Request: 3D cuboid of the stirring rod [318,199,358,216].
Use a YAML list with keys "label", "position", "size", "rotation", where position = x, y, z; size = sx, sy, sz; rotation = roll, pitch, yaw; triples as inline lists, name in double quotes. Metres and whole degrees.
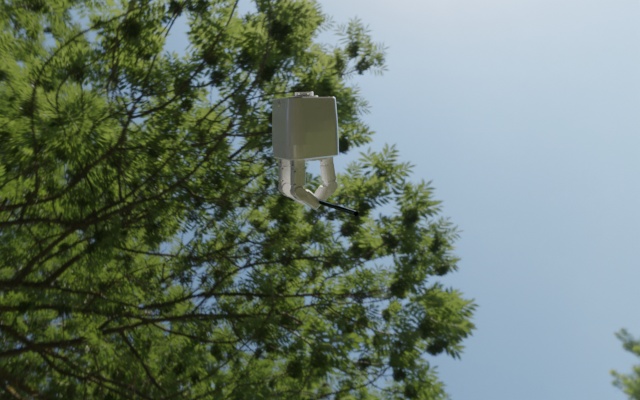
- label: "stirring rod"
  position: [0.000, 0.003, 0.845]
  size: [0.011, 0.011, 0.239]
  rotation: [0, 8, -28]
